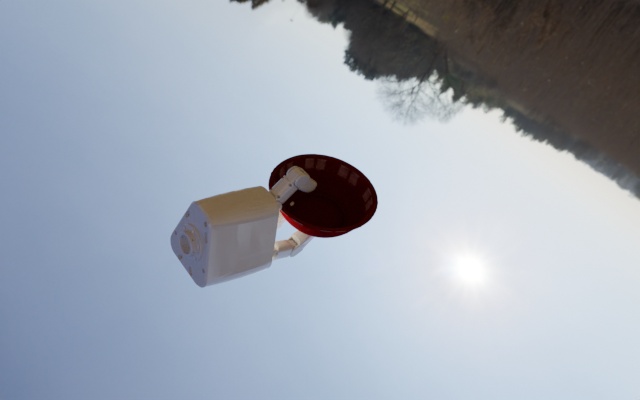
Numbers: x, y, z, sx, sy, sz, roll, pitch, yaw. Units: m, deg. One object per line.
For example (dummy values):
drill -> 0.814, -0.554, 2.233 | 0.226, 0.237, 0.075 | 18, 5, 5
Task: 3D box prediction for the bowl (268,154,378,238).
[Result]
bowl -> 0.001, 0.002, 0.708 | 0.162, 0.055, 0.162 | 8, 44, -8
